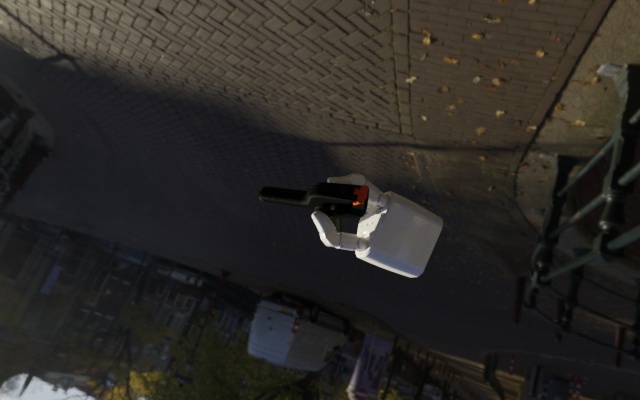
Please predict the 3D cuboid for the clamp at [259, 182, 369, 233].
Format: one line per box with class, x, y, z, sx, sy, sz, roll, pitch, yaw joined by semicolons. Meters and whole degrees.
clamp;0.000;0.003;0.746;0.164;0.036;0.210;22;-18;-18
